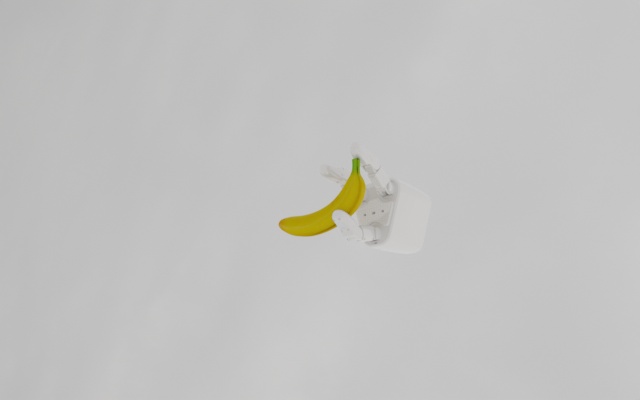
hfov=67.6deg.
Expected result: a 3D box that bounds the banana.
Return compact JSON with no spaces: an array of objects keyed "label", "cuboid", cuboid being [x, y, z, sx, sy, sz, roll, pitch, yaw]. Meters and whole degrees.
[{"label":"banana","cuboid":[0.008,0.016,0.762,0.037,0.069,0.198,14,-42,-45]}]
